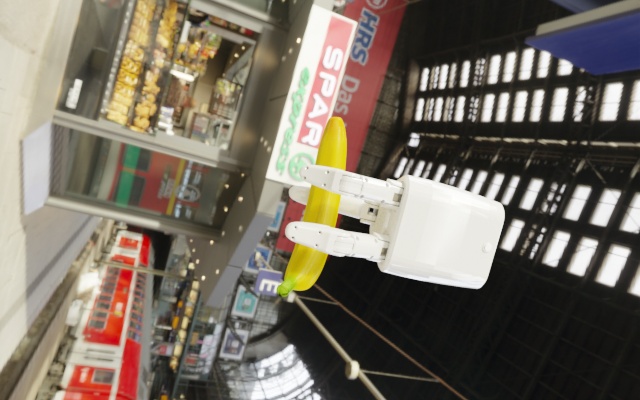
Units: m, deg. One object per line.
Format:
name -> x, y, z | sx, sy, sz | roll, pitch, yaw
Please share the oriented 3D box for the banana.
banana -> 0.000, 0.011, 0.501 | 0.037, 0.197, 0.070 | 13, -19, 5
